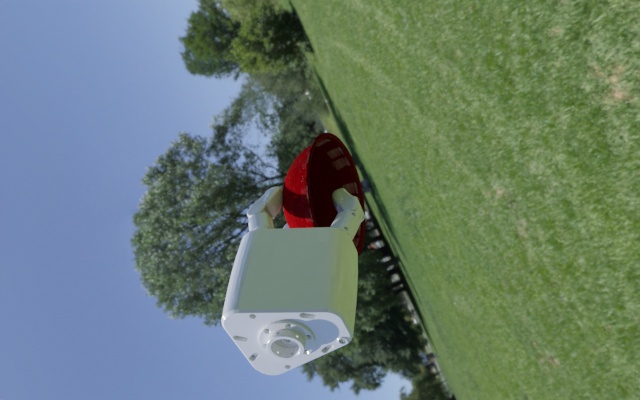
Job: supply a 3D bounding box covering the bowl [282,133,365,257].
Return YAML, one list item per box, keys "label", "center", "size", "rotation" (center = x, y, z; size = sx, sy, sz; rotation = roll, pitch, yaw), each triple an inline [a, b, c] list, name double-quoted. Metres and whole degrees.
- label: "bowl"
  center: [0.000, 0.001, 0.582]
  size: [0.055, 0.162, 0.162]
  rotation: [-9, -4, 26]
